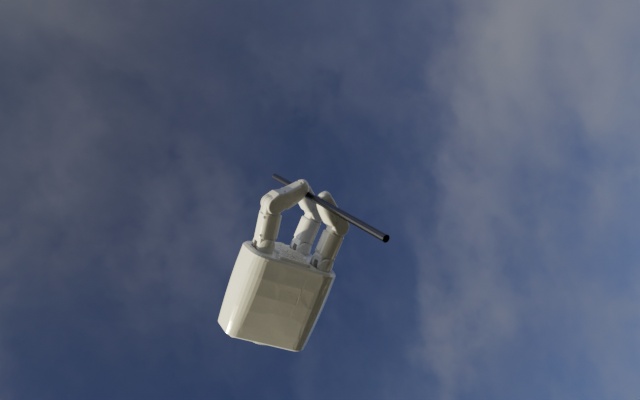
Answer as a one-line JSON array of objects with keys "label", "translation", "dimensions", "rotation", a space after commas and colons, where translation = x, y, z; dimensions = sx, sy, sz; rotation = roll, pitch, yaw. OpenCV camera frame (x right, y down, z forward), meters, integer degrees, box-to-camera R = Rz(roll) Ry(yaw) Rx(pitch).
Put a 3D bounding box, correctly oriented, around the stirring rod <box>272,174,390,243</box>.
[{"label": "stirring rod", "translation": [0.000, 0.002, 0.543], "dimensions": [0.011, 0.011, 0.239], "rotation": [0, 16, -32]}]
